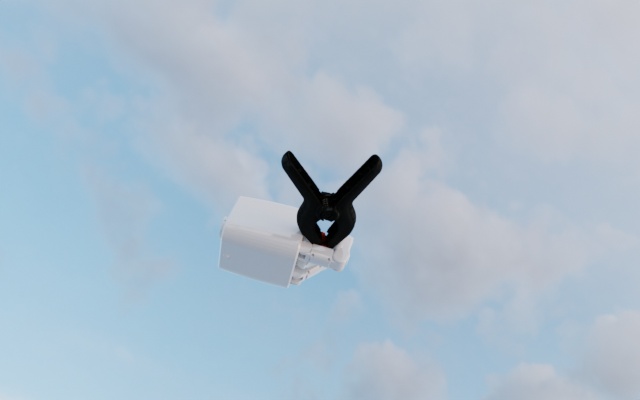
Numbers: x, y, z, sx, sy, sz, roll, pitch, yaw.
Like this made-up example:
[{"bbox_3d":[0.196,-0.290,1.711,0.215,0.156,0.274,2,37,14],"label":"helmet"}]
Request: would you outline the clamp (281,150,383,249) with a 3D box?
[{"bbox_3d":[0.000,0.002,0.616,0.120,0.172,0.039,12,40,-5],"label":"clamp"}]
